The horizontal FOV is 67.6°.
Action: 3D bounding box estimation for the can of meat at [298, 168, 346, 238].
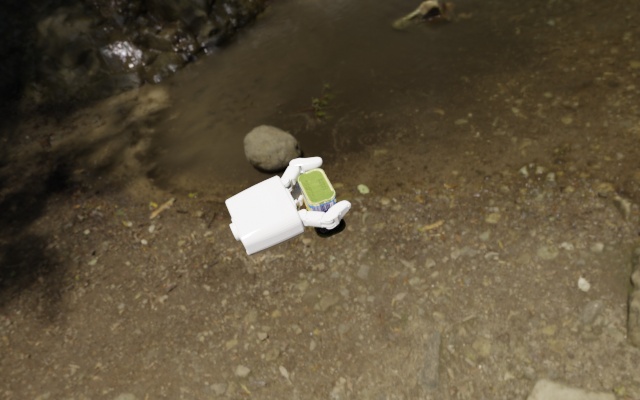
[{"bbox_3d":[0.000,0.003,0.875,0.057,0.084,0.102,-22,42,-5],"label":"can of meat"}]
